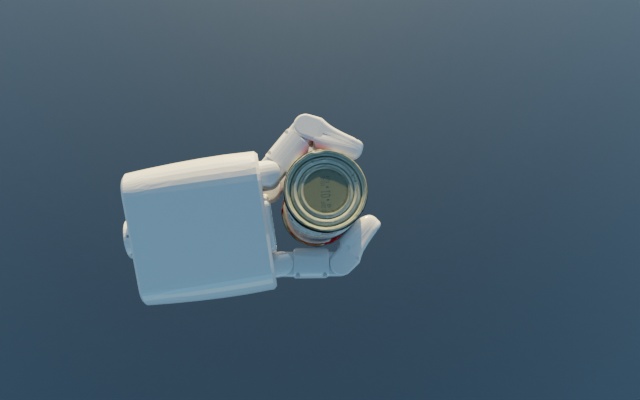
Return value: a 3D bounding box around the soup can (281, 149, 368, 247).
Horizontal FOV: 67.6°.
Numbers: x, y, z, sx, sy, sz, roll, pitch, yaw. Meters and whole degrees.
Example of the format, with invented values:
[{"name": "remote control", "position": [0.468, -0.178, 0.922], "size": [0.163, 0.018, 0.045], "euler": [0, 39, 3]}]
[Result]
[{"name": "soup can", "position": [0.001, 0.001, 0.414], "size": [0.068, 0.068, 0.102], "euler": [0, -11, -5]}]
